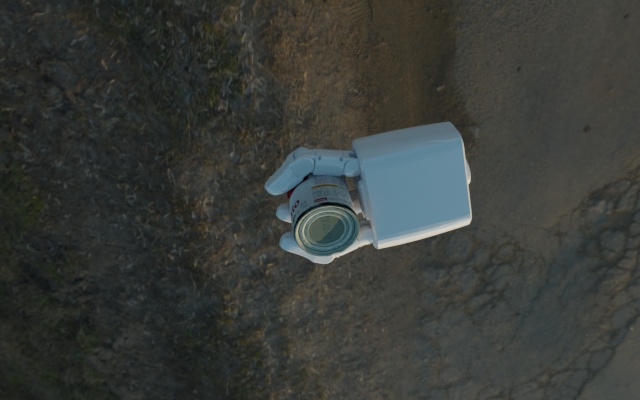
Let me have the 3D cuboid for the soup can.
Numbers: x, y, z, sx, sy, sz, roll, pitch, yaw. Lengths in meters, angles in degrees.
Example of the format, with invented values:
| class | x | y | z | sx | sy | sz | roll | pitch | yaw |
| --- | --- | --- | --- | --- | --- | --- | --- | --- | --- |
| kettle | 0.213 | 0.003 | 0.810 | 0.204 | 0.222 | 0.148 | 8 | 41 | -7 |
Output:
| class | x | y | z | sx | sy | sz | roll | pitch | yaw |
| --- | --- | --- | --- | --- | --- | --- | --- | --- | --- |
| soup can | 0.000 | 0.002 | 0.502 | 0.068 | 0.068 | 0.102 | 0 | 35 | -10 |
